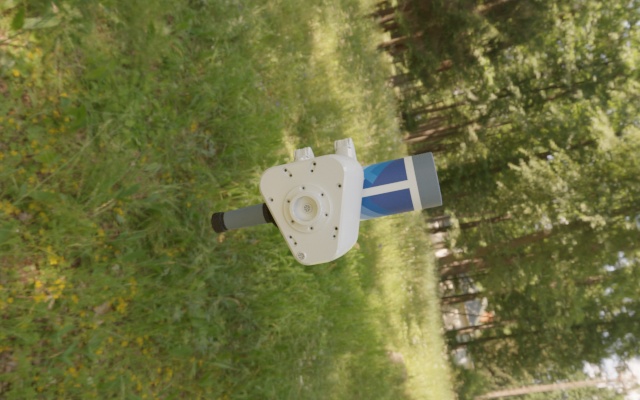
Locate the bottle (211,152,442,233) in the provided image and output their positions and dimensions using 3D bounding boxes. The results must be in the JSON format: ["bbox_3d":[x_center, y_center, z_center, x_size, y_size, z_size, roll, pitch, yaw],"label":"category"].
[{"bbox_3d":[0.000,0.002,0.610,0.296,0.069,0.069,-11,-3,12],"label":"bottle"}]
